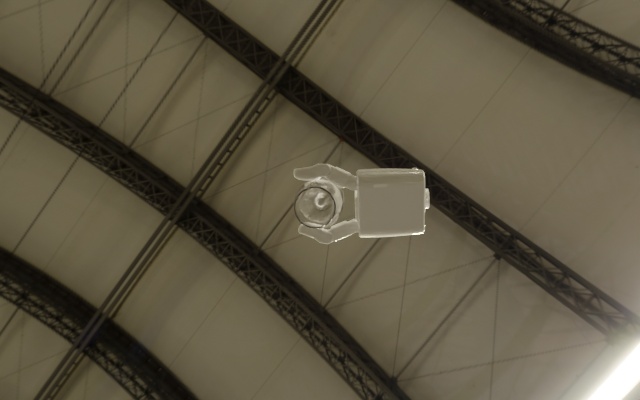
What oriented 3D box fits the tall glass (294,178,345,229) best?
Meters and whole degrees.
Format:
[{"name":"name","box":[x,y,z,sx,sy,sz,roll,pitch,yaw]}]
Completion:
[{"name":"tall glass","box":[0.000,0.003,0.797,0.079,0.079,0.201,0,5,5]}]
